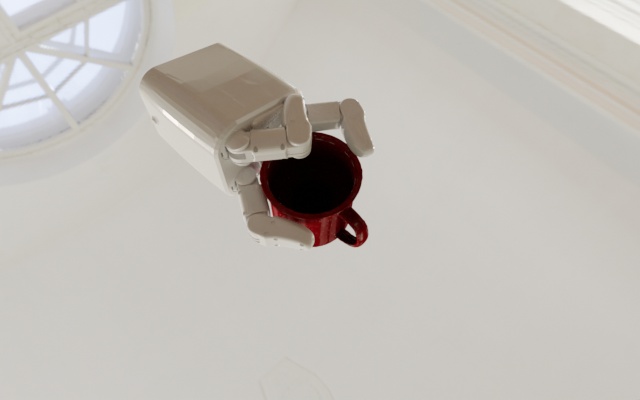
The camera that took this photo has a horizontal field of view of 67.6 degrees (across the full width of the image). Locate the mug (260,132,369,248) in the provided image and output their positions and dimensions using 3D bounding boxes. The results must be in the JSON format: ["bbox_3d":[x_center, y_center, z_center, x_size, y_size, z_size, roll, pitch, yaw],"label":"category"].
[{"bbox_3d":[0.001,0.002,0.461,0.117,0.093,0.081,39,-22,18],"label":"mug"}]
